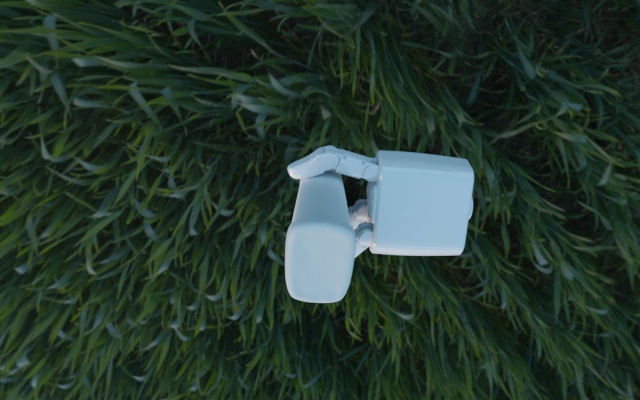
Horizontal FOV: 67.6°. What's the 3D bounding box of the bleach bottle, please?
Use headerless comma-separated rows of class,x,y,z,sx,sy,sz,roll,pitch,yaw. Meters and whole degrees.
bleach bottle,0.000,0.002,0.568,0.068,0.103,0.250,4,31,-2
